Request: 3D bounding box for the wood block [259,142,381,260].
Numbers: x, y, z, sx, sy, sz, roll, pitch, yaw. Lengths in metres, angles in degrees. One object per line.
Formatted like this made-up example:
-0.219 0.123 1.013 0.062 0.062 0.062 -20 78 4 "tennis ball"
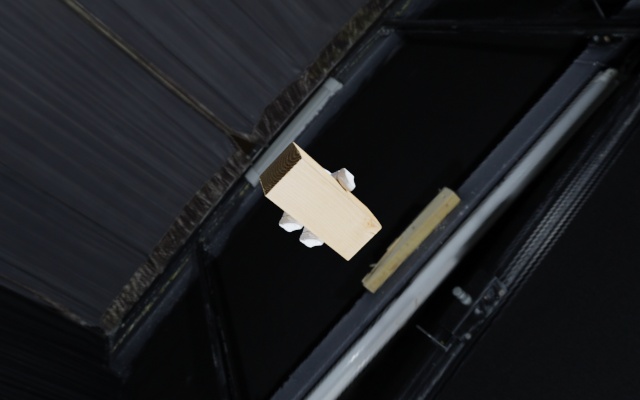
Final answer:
0.000 0.003 0.858 0.206 0.091 0.090 40 10 -27 "wood block"
